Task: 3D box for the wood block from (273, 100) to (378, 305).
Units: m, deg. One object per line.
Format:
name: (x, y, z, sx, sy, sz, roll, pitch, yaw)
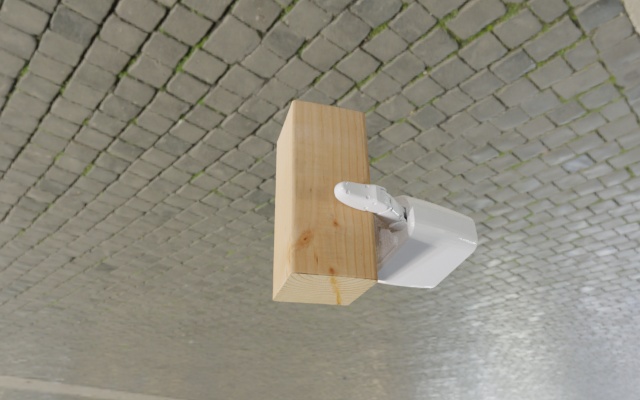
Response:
wood block: (0.001, 0.002, 0.535, 0.090, 0.206, 0.091, 7, -30, -16)
